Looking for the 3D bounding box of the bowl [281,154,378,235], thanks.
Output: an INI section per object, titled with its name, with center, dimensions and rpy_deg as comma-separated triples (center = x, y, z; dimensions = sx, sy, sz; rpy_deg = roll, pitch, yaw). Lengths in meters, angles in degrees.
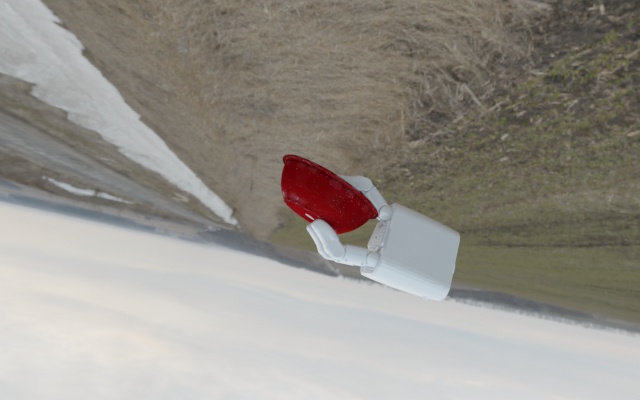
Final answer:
[bowl]
center = -0.001, 0.002, 0.685
dimensions = 0.162, 0.055, 0.162
rpy_deg = 32, -11, 7
